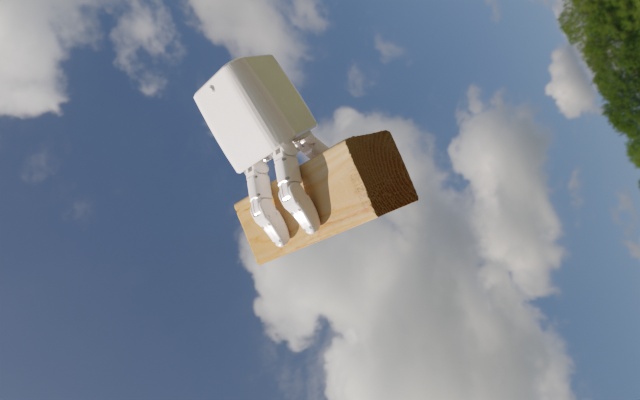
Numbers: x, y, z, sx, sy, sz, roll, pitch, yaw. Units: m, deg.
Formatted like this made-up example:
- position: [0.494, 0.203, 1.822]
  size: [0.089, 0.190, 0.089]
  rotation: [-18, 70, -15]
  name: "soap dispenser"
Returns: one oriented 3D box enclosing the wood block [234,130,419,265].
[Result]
- position: [0.000, 0.002, 0.582]
  size: [0.206, 0.090, 0.091]
  rotation: [-26, -4, 42]
  name: "wood block"
